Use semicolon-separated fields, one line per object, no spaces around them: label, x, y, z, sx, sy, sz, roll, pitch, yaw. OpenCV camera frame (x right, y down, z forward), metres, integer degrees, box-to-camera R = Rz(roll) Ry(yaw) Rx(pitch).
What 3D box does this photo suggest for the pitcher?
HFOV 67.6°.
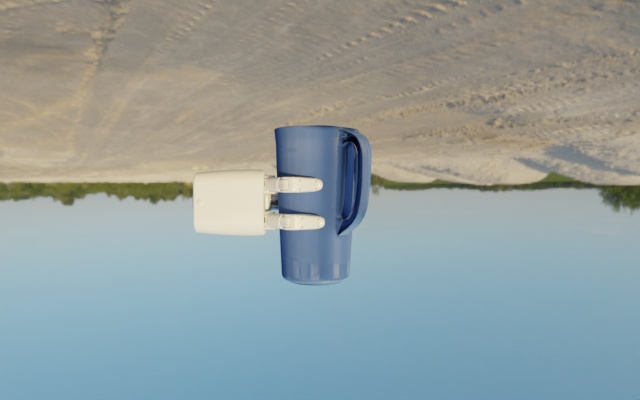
pitcher;0.000;0.005;0.743;0.145;0.243;0.149;0;2;0
